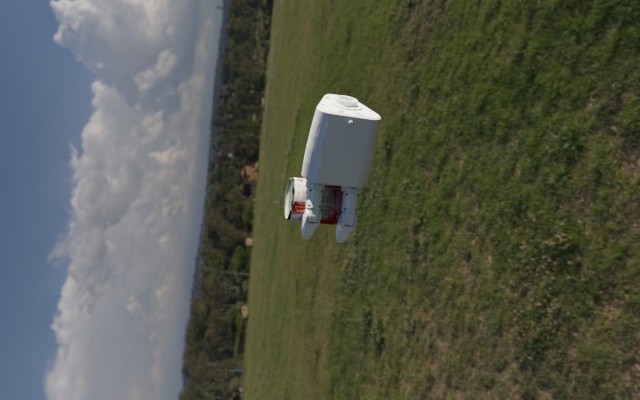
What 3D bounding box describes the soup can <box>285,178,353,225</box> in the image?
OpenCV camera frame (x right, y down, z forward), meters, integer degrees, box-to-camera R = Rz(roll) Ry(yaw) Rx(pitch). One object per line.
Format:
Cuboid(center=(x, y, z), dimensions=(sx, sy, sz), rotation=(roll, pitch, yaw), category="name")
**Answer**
Cuboid(center=(0.000, 0.003, 0.743), dimensions=(0.102, 0.068, 0.068), rotation=(6, -1, -12), category="soup can")
